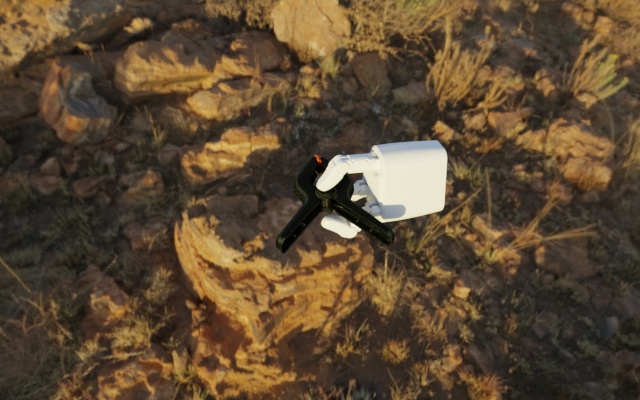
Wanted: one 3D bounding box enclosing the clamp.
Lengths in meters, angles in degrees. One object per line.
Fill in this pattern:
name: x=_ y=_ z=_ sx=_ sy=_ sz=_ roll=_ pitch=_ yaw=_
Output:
clamp: x=0.000 y=0.001 z=0.718 sx=0.164 sy=0.036 sz=0.209 roll=-7 pitch=41 yaw=-13
